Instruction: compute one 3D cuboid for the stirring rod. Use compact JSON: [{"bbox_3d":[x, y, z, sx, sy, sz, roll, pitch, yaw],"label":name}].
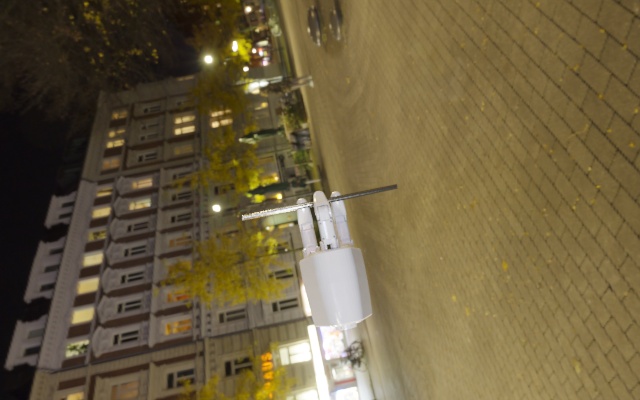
[{"bbox_3d":[0.000,0.002,0.729,0.239,0.011,0.011,-11,1,-3],"label":"stirring rod"}]
